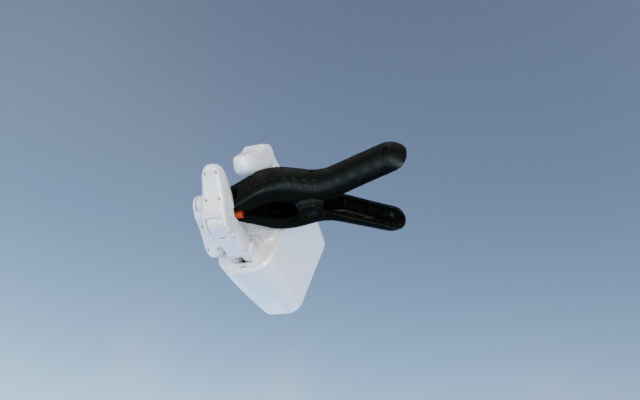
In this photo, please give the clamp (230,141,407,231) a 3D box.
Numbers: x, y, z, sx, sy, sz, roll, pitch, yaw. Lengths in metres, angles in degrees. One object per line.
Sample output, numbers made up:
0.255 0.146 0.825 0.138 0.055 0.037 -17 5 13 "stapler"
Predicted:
0.000 0.002 0.434 0.171 0.039 0.120 -7 -39 15 "clamp"
